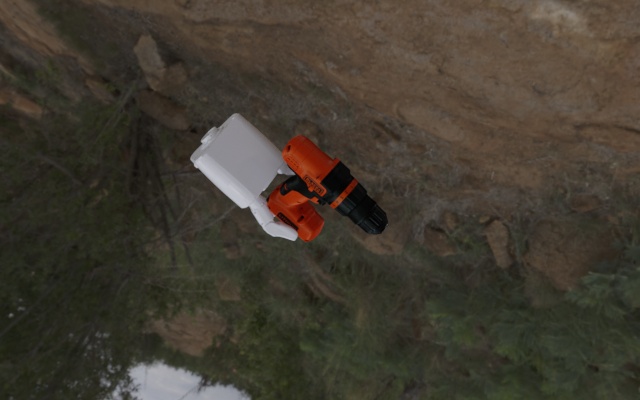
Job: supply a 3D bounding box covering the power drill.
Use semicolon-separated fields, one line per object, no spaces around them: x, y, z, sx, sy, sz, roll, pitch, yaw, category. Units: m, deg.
0.000;0.002;0.735;0.057;0.184;0.188;-47;1;-30;power drill
